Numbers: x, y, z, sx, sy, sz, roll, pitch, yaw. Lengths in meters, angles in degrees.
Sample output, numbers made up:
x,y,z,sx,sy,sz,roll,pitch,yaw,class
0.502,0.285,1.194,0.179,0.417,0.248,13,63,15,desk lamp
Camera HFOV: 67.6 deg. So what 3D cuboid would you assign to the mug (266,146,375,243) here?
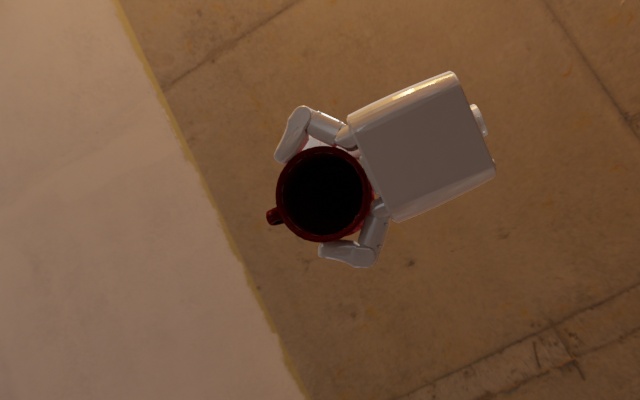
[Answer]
x,y,z,sx,sy,sz,roll,pitch,yaw,class
-0.001,0.002,0.495,0.117,0.093,0.081,-24,-10,12,mug
